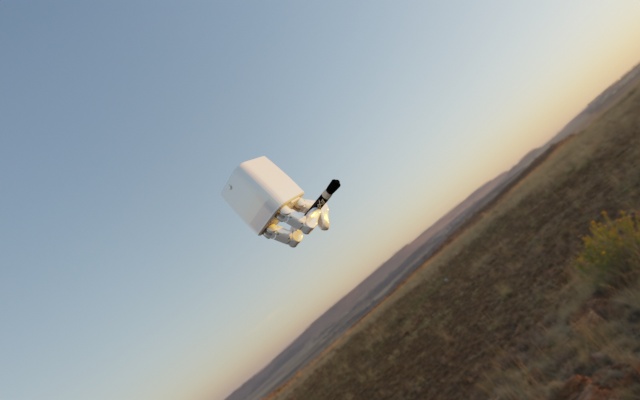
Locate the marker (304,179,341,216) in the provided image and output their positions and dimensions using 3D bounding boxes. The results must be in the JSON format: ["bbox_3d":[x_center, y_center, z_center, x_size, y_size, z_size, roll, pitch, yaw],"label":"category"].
[{"bbox_3d":[0.000,0.003,0.861,0.020,0.020,0.121,0,-37,-38],"label":"marker"}]
